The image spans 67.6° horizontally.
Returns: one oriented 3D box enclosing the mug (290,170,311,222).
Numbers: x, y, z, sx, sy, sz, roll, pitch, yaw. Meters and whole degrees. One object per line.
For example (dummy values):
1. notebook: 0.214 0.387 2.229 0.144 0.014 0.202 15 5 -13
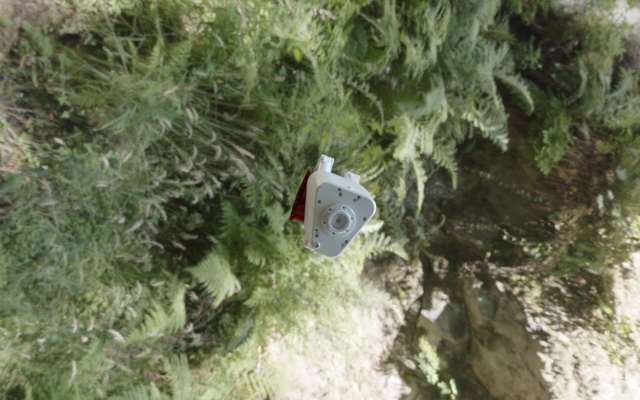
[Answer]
1. mug: 0.000 0.003 0.839 0.081 0.093 0.117 21 9 -9
